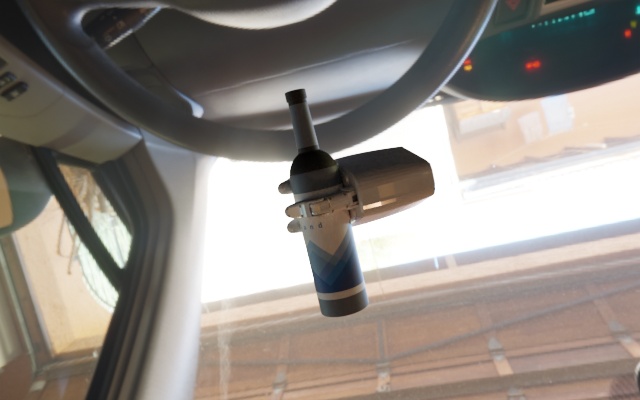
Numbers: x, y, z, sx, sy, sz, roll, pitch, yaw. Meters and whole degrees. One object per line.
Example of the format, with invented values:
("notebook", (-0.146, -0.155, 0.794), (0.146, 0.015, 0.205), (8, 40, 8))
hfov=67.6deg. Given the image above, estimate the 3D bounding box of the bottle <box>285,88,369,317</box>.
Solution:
("bottle", (0.000, 0.002, 0.628), (0.069, 0.296, 0.069), (-13, 6, 1))
